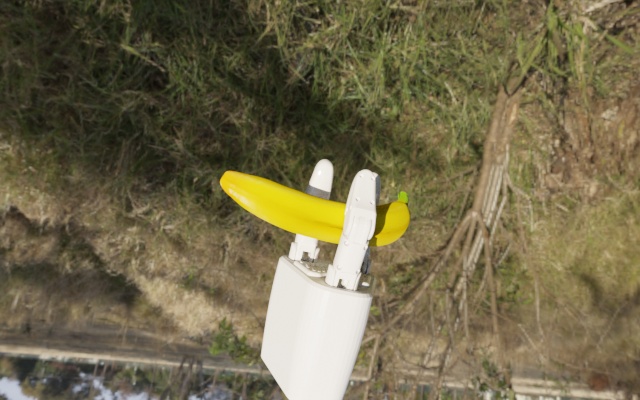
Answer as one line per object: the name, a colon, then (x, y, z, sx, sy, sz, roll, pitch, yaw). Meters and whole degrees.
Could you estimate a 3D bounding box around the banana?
banana: (0.010, 0.011, 0.429, 0.198, 0.037, 0.069, 8, 27, -28)
